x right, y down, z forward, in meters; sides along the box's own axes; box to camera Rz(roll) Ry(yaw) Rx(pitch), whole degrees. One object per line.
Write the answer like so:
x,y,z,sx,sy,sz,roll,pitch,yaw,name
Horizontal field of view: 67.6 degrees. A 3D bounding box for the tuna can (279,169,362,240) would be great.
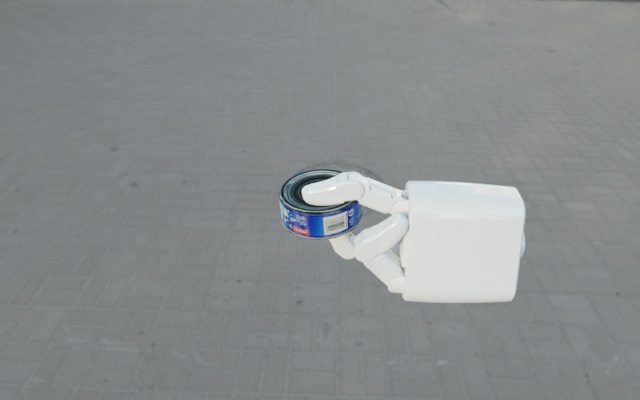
0.000,0.001,0.496,0.086,0.034,0.086,-3,34,2,tuna can
